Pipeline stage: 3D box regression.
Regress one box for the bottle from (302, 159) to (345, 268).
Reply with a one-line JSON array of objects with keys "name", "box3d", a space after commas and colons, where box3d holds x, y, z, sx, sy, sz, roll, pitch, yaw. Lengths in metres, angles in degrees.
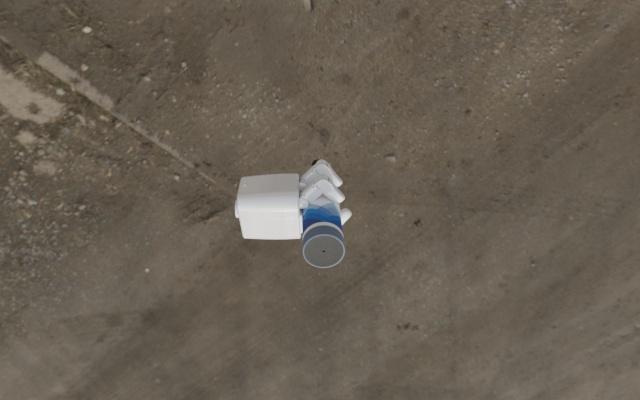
[{"name": "bottle", "box3d": [0.000, 0.003, 0.867, 0.069, 0.069, 0.295, 0, 31, -2]}]
